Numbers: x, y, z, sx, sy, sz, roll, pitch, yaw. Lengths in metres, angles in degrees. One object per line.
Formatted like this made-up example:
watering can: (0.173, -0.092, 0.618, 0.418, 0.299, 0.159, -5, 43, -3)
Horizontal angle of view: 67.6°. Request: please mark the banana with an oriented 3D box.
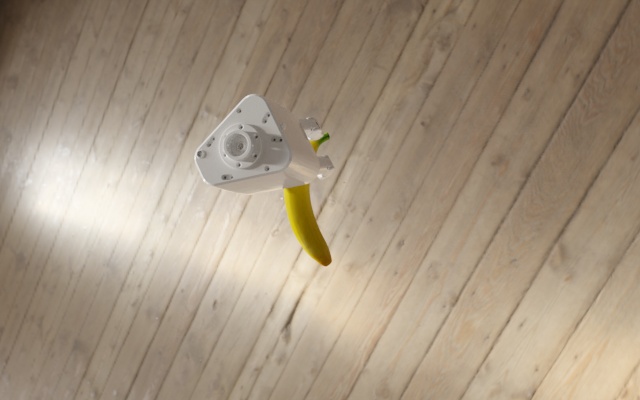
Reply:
banana: (-0.019, -0.001, 0.694, 0.069, 0.198, 0.037, -1, 1, -2)
